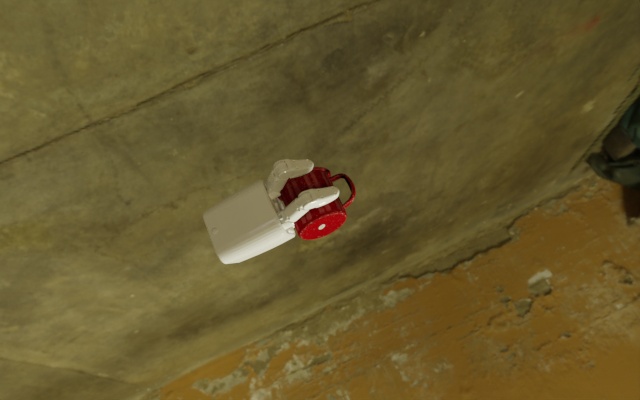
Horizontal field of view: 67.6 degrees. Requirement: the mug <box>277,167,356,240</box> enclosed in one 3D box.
[{"bbox_3d":[0.002,0.002,0.740,0.117,0.081,0.093,-27,-24,3],"label":"mug"}]
